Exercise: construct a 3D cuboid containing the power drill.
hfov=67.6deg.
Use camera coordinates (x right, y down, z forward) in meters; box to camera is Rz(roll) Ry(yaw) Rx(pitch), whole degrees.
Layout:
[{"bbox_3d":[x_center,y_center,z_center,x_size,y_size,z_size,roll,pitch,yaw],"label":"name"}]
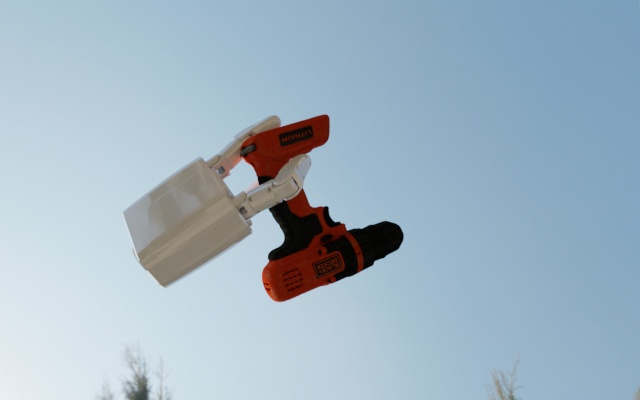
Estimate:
[{"bbox_3d":[0.000,0.001,0.547,0.184,0.187,0.057,-20,3,-27],"label":"power drill"}]
